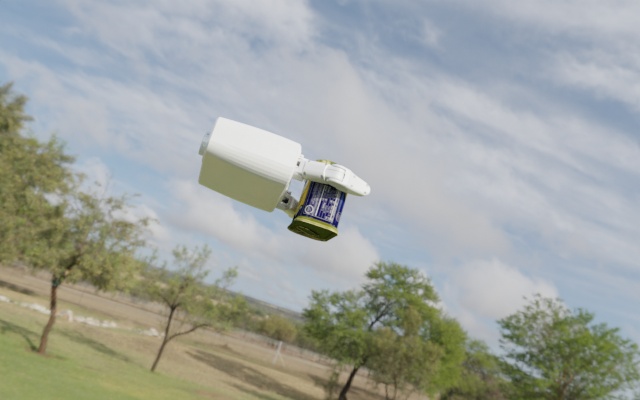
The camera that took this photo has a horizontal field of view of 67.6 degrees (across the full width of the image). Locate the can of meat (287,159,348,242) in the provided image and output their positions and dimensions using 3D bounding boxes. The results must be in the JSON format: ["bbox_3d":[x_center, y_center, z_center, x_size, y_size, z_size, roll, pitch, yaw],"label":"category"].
[{"bbox_3d":[0.000,0.002,0.622,0.057,0.084,0.102,19,-14,-7],"label":"can of meat"}]
